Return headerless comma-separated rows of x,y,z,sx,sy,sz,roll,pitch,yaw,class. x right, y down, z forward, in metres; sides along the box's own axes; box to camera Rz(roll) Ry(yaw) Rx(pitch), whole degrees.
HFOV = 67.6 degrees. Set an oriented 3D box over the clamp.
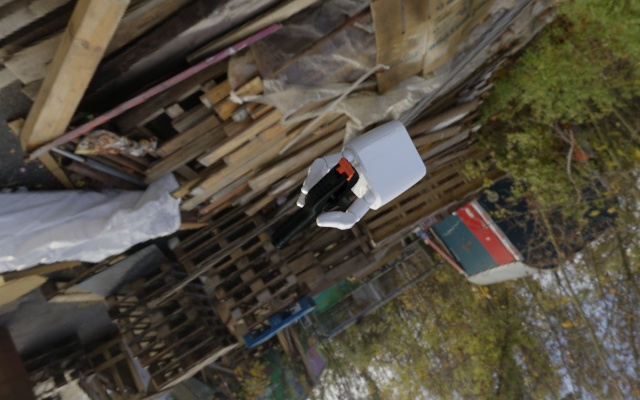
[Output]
0.001,0.003,0.740,0.164,0.036,0.210,-33,-12,-21,clamp
